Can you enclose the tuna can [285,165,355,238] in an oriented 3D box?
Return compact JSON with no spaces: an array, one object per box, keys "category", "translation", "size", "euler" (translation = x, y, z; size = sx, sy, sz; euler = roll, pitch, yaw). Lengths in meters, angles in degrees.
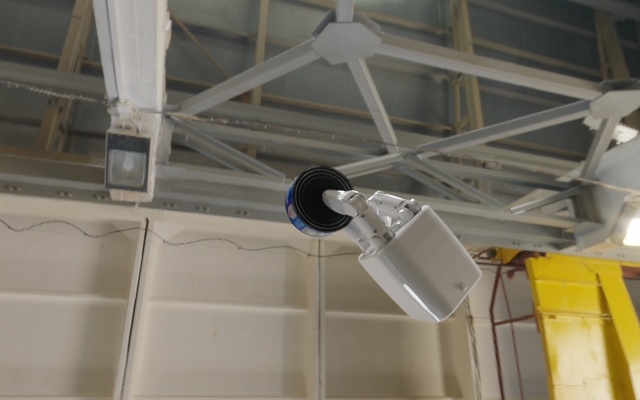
[{"category":"tuna can","translation":[0.000,0.002,0.593],"size":[0.086,0.086,0.034],"euler":[0,-17,-23]}]
